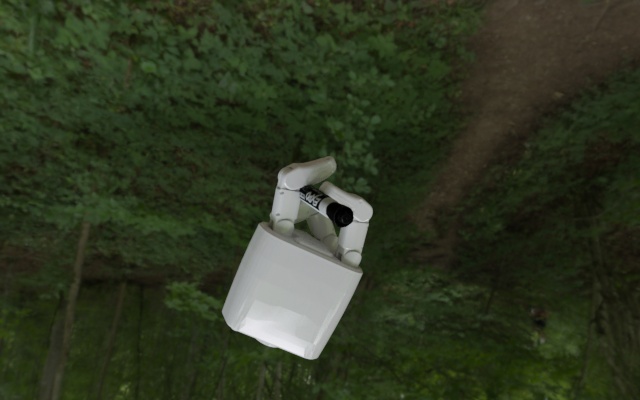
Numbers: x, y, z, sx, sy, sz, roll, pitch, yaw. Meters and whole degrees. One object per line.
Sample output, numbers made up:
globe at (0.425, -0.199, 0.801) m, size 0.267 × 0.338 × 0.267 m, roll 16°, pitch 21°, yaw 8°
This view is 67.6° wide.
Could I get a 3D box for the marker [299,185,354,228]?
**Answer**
marker at (0.000, 0.001, 0.445) m, size 0.020 × 0.020 × 0.121 m, roll 0°, pitch 13°, yaw -21°
